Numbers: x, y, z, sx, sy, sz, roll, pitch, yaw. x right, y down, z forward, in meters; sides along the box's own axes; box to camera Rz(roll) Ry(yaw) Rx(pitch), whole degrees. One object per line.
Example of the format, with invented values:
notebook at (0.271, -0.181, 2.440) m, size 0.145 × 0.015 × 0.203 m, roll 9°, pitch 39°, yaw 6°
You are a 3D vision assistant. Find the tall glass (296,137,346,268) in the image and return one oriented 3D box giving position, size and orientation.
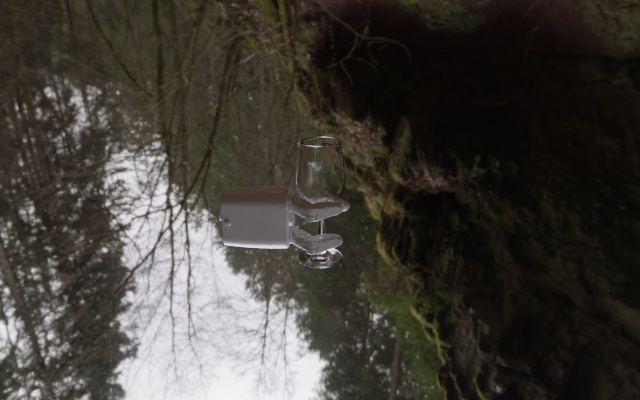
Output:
tall glass at (0.000, 0.003, 0.766) m, size 0.079 × 0.201 × 0.079 m, roll 0°, pitch 21°, yaw 0°
